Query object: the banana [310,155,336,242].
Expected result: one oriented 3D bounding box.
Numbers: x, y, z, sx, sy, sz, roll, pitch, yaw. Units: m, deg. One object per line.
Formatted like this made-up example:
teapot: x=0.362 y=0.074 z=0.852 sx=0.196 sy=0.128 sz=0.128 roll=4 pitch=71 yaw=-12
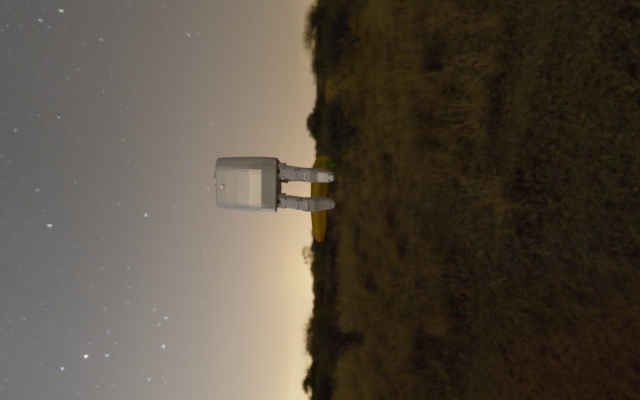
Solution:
banana: x=0.000 y=-0.012 z=0.880 sx=0.037 sy=0.198 sz=0.069 roll=2 pitch=42 yaw=-3
